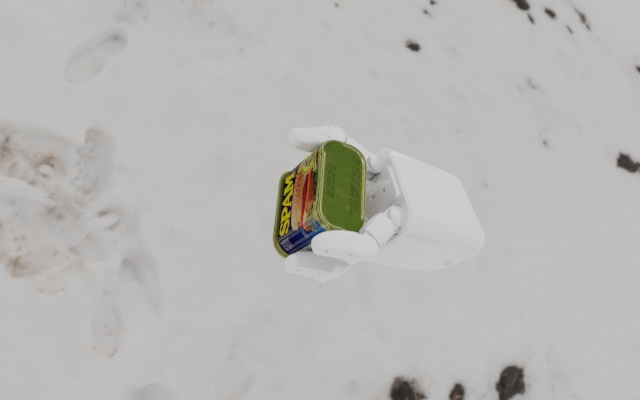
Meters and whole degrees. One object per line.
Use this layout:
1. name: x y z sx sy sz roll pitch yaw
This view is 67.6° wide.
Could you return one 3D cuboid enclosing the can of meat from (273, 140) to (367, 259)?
1. can of meat: 0.000 0.001 0.468 0.057 0.102 0.084 19 -31 -26
